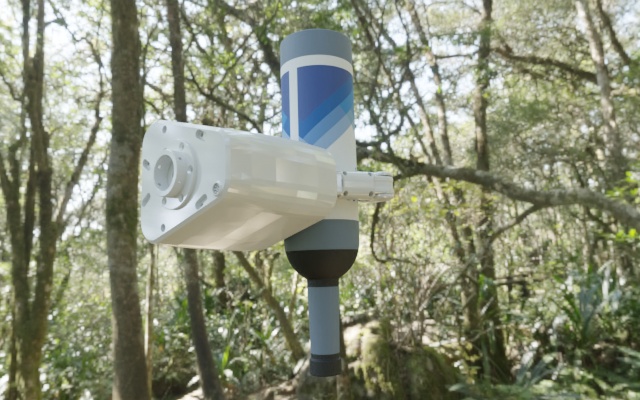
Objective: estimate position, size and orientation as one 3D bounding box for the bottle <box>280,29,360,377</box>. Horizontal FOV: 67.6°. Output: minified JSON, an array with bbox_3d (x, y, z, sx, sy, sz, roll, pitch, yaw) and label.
[{"bbox_3d":[0.000,0.001,0.425,0.069,0.295,0.069,-2,-8,0],"label":"bottle"}]
